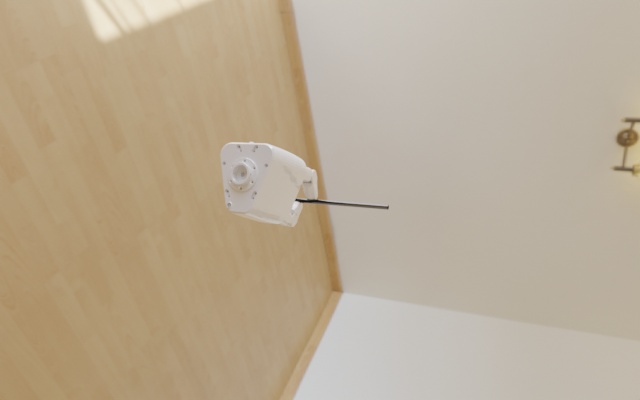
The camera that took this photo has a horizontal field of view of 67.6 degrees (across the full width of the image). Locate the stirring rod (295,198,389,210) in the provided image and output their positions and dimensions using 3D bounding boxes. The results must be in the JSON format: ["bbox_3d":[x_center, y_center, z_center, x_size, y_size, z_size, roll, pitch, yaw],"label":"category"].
[{"bbox_3d":[0.000,0.003,0.825,0.239,0.011,0.011,4,2,23],"label":"stirring rod"}]
